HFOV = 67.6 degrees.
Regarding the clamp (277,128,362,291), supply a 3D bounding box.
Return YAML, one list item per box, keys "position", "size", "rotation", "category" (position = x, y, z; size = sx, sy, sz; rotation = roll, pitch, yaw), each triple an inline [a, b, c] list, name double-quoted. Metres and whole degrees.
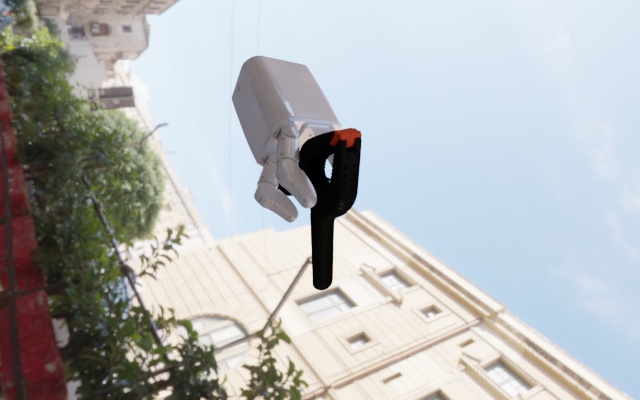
- position: [0.001, 0.001, 0.553]
  size: [0.036, 0.164, 0.210]
  rotation: [-15, -22, -32]
  category: "clamp"
